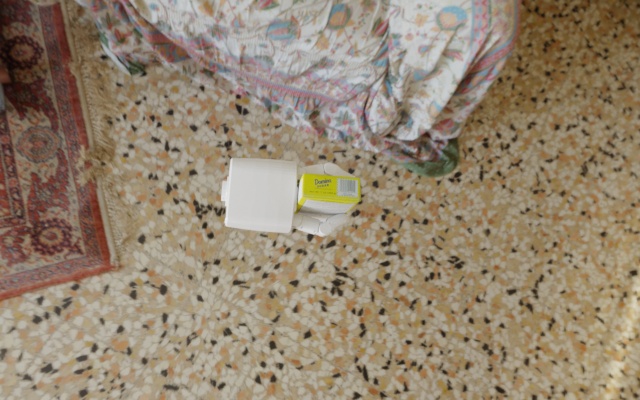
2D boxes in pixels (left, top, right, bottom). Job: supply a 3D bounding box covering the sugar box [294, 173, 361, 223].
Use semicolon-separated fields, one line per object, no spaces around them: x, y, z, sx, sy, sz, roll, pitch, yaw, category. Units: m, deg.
0.000;0.002;0.809;0.093;0.048;0.176;5;-14;-12;sugar box
